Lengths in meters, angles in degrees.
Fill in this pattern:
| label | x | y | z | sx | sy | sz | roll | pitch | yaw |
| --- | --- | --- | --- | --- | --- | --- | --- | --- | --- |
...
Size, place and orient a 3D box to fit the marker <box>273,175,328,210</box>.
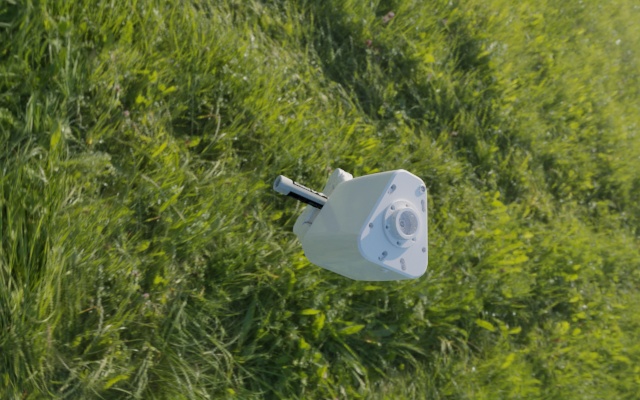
| label | x | y | z | sx | sy | sz | roll | pitch | yaw |
| --- | --- | --- | --- | --- | --- | --- | --- | --- | --- |
| marker | 0.000 | 0.002 | 0.569 | 0.121 | 0.020 | 0.020 | 24 | -11 | -26 |
